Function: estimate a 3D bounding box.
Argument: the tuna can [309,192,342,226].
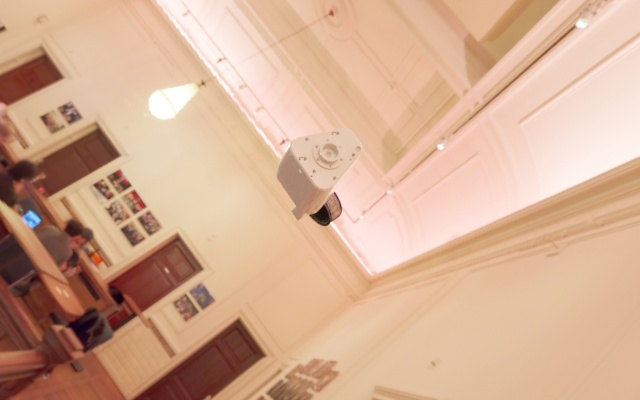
[{"bbox_3d":[0.001,0.003,0.871,0.033,0.086,0.086,-35,16,-25],"label":"tuna can"}]
